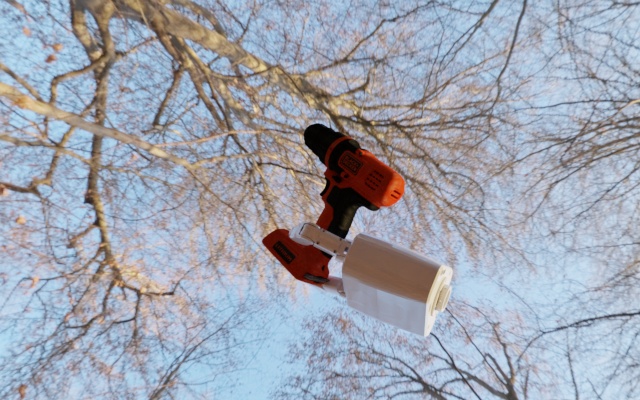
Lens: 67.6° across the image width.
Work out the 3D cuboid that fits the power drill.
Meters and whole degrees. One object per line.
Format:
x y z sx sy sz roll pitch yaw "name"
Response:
0.000 0.003 0.638 0.057 0.188 0.184 21 15 -47 "power drill"
